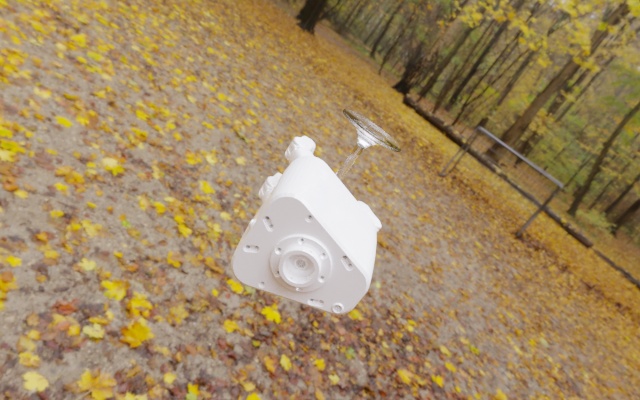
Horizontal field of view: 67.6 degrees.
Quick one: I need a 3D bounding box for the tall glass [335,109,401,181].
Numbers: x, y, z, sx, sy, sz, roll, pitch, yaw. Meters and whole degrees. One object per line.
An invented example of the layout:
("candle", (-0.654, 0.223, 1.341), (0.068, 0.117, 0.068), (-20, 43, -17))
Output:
("tall glass", (0.001, 0.001, 0.534), (0.079, 0.201, 0.079), (31, 21, -13))
